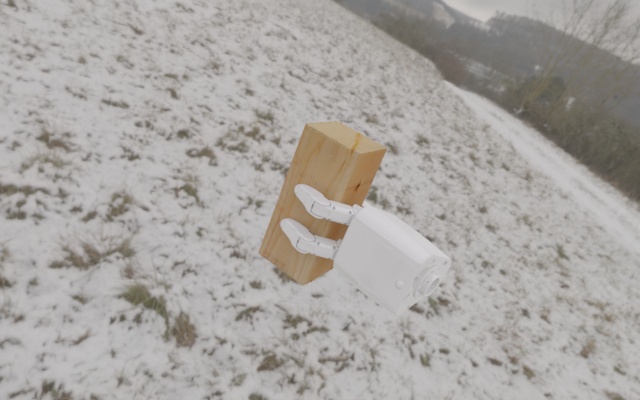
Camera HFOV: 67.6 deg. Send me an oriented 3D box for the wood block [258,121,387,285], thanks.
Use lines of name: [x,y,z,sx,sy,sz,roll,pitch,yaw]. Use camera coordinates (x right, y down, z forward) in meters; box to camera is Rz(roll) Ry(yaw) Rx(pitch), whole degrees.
wood block: [0.001,0.002,0.672,0.090,0.206,0.091,32,25,22]
